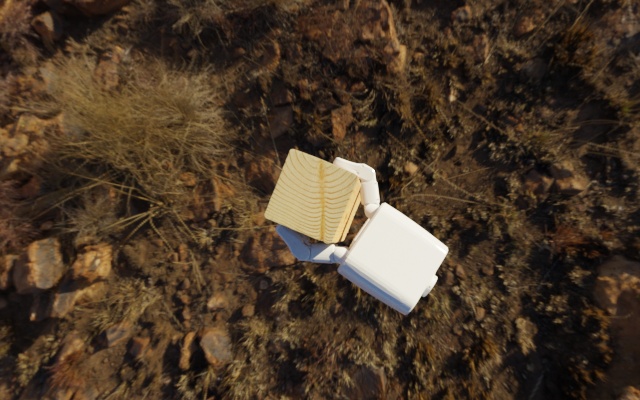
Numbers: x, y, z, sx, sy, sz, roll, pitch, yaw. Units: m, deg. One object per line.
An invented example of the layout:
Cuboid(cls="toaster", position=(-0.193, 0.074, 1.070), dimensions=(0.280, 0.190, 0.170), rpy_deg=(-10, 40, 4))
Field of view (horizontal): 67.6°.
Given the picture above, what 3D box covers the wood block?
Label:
Cuboid(cls="wood block", position=(0.001, 0.002, 0.661), dimensions=(0.090, 0.091, 0.206), rpy_deg=(22, -2, 8))
